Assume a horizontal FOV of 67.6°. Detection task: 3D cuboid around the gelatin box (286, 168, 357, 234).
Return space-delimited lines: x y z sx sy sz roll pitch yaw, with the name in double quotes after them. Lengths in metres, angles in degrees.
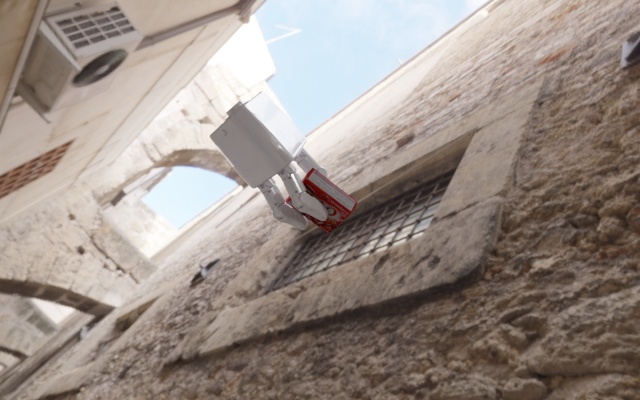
0.001 0.002 0.738 0.089 0.030 0.073 37 -43 -6 "gelatin box"
